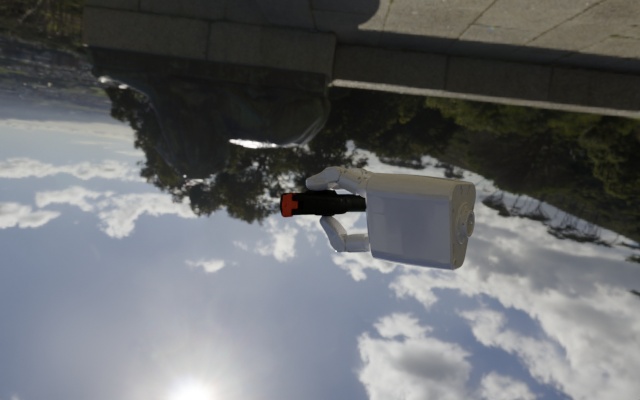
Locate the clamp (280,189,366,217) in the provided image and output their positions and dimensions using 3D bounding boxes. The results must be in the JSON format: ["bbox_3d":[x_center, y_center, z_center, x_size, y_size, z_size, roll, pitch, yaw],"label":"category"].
[{"bbox_3d":[0.000,0.003,0.665,0.164,0.036,0.210,3,4,35],"label":"clamp"}]
